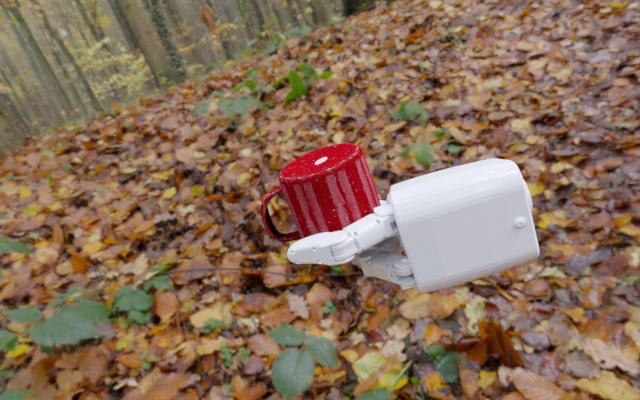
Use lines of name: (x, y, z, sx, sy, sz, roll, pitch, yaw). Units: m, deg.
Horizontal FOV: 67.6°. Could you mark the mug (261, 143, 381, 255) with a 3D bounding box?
mug: (-0.001, 0.002, 0.449, 0.117, 0.081, 0.093, -17, 20, 9)
